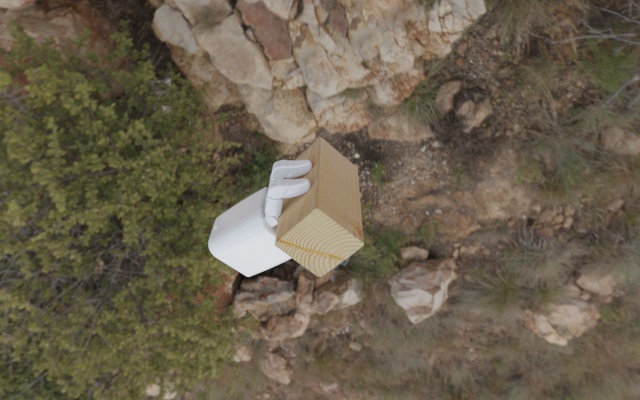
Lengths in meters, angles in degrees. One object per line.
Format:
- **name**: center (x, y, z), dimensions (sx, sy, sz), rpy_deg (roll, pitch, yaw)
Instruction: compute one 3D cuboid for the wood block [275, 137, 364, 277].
- **wood block**: center (0.000, 0.003, 0.731), dimensions (0.091, 0.090, 0.206), rpy_deg (39, 27, -22)
